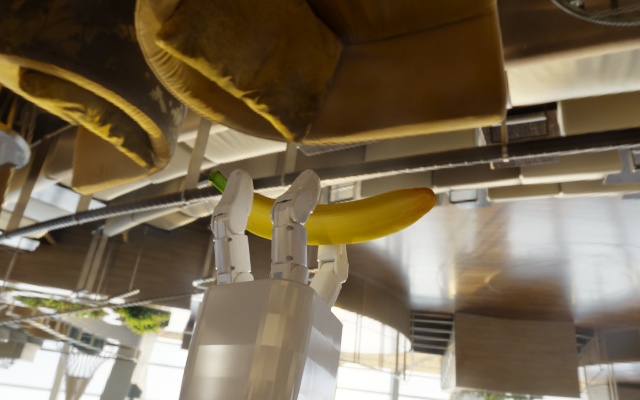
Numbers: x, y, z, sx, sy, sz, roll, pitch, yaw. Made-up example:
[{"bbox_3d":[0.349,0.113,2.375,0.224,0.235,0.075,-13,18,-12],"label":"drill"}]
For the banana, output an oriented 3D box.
[{"bbox_3d":[-0.001,0.012,0.419,0.198,0.037,0.070,4,-36,13],"label":"banana"}]
